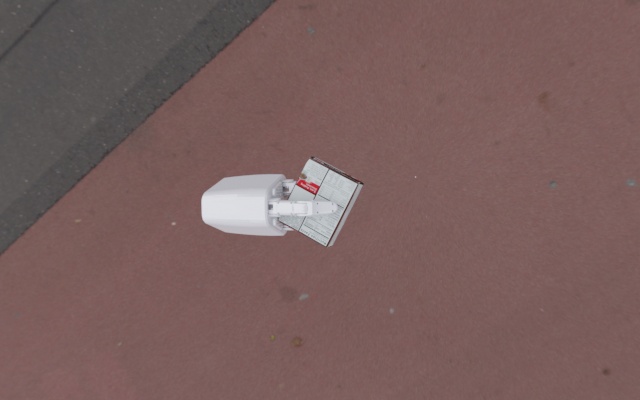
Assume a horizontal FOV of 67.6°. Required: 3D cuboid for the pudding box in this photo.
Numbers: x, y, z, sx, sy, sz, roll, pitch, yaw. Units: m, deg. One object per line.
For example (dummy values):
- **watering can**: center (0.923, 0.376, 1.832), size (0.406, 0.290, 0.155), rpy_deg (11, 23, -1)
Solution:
- **pudding box**: center (0.000, 0.002, 0.721), size (0.090, 0.113, 0.039), rpy_deg (28, 10, 12)
